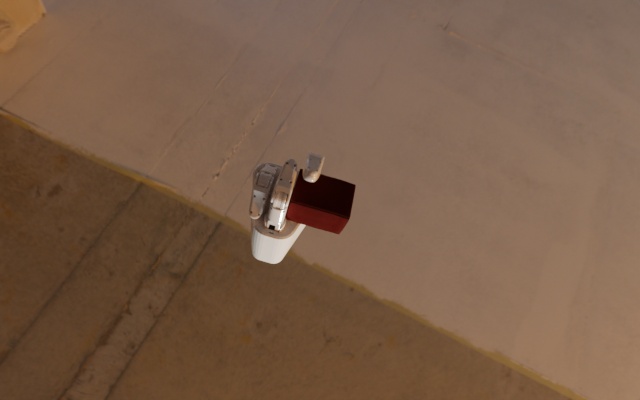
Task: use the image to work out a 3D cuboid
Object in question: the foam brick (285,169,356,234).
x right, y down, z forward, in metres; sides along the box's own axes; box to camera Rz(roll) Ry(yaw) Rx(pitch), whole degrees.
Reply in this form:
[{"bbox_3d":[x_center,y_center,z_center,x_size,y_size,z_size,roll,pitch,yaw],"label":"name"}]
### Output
[{"bbox_3d":[0.000,0.002,0.619,0.078,0.053,0.051,17,-31,-3],"label":"foam brick"}]
